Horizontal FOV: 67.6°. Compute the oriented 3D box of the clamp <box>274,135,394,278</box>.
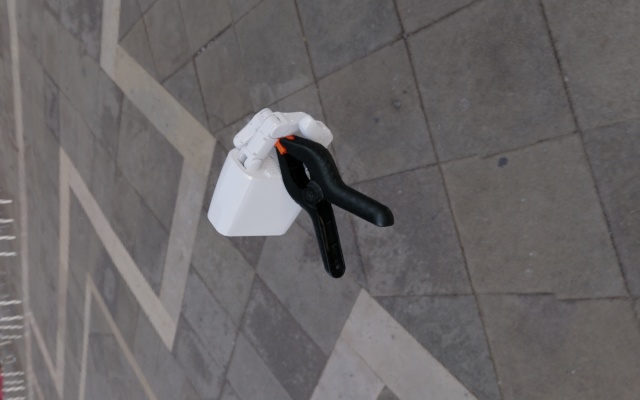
[{"bbox_3d":[0.000,0.002,0.535,0.039,0.120,0.171,-10,51,-45],"label":"clamp"}]
